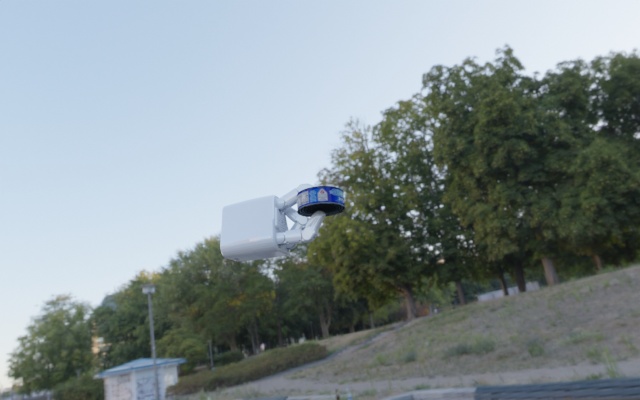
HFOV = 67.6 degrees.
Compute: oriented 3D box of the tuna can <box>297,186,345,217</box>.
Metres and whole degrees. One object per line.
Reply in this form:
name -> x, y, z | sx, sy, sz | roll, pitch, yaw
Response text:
tuna can -> 0.000, 0.002, 0.850 | 0.086, 0.033, 0.086 | -4, -17, -1
